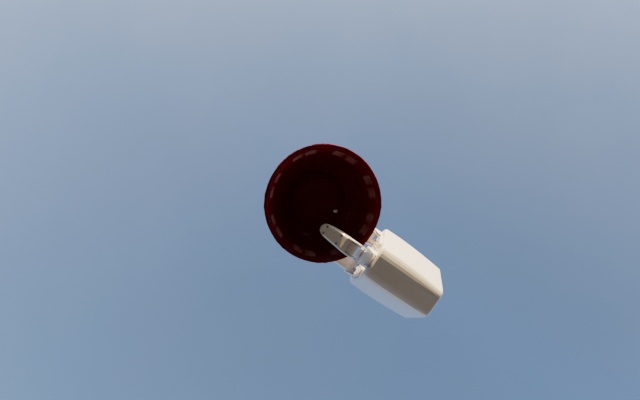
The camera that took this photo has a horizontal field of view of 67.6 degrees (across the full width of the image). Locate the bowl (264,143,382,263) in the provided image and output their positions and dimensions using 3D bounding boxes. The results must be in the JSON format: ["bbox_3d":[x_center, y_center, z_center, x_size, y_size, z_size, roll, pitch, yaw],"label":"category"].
[{"bbox_3d":[-0.001,0.001,0.666,0.162,0.162,0.055,0,7,-11],"label":"bowl"}]
